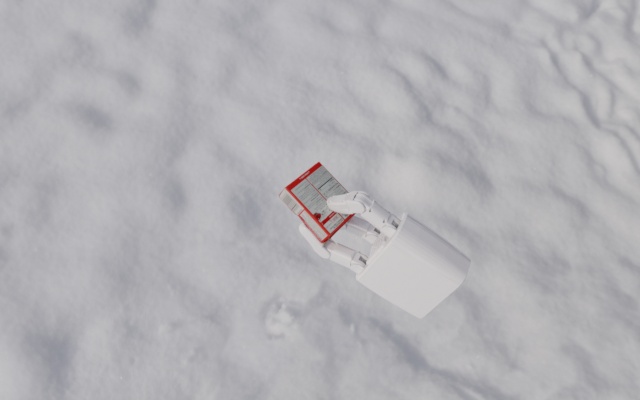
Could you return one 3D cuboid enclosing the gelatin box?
[{"bbox_3d":[0.000,0.002,0.642,0.073,0.089,0.030,-41,-3,-36],"label":"gelatin box"}]
